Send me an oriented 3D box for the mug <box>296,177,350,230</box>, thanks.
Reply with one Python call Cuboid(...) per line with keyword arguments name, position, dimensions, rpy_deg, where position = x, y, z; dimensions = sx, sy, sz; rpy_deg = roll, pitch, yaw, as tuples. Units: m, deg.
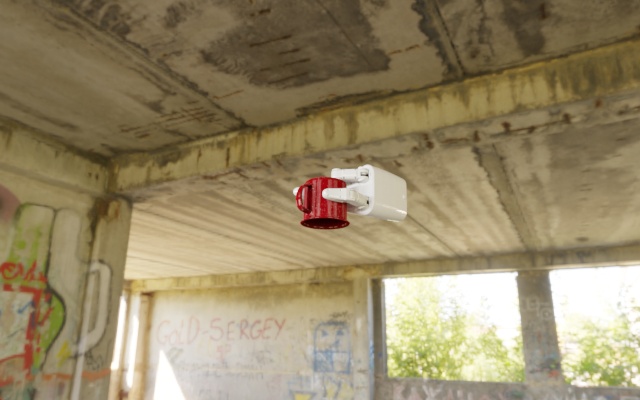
Cuboid(name="mug", position=(-0.001, 0.002, 0.894), dimensions=(0.117, 0.081, 0.093), rpy_deg=(15, -22, -39))
